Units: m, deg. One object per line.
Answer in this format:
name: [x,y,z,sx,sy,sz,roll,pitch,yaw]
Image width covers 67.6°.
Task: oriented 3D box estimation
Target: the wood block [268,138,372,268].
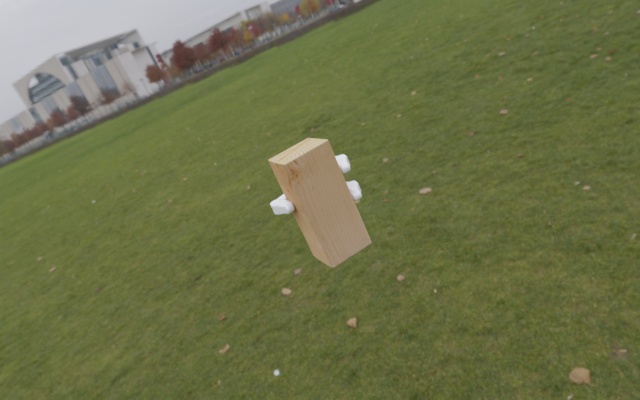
wood block: [0.000,0.003,0.850,0.091,0.206,0.090,-31,21,-17]
